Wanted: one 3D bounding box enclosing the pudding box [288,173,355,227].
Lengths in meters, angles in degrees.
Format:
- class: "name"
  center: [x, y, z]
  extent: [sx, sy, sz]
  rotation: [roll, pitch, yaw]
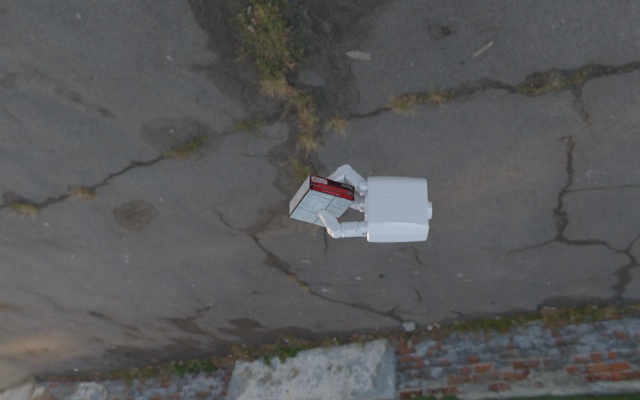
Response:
- class: "pudding box"
  center: [0.000, 0.003, 0.886]
  extent: [0.090, 0.039, 0.113]
  rotation: [16, -37, -18]
